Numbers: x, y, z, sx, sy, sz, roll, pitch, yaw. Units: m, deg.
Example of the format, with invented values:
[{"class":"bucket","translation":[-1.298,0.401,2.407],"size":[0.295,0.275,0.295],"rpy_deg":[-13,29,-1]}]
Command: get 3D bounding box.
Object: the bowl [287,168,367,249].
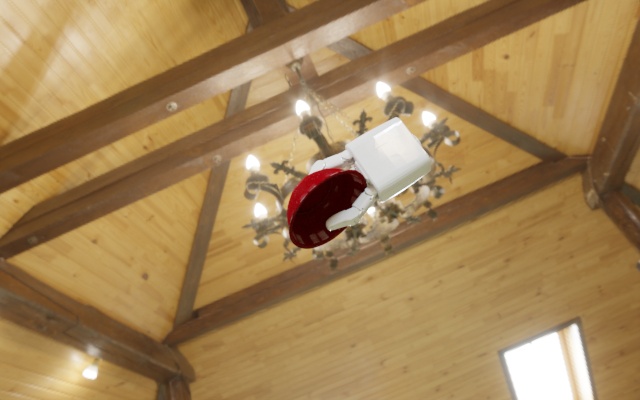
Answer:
[{"class":"bowl","translation":[-0.001,0.003,0.799],"size":[0.162,0.162,0.055],"rpy_deg":[0,35,-48]}]
